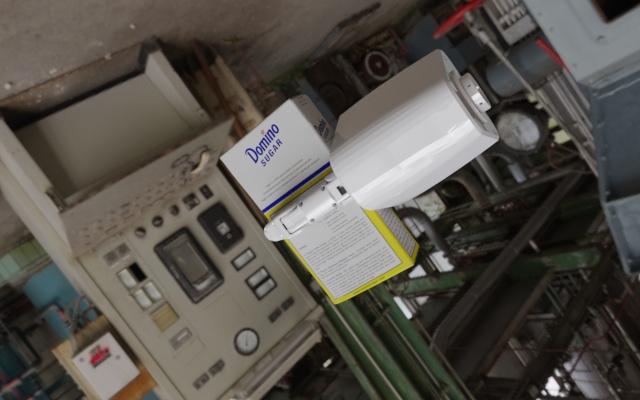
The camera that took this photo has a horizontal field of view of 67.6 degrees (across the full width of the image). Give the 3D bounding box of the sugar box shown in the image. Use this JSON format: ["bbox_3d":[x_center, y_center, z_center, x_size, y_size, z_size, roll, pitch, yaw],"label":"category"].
[{"bbox_3d":[0.000,0.001,0.435,0.093,0.176,0.048,-34,4,26],"label":"sugar box"}]
